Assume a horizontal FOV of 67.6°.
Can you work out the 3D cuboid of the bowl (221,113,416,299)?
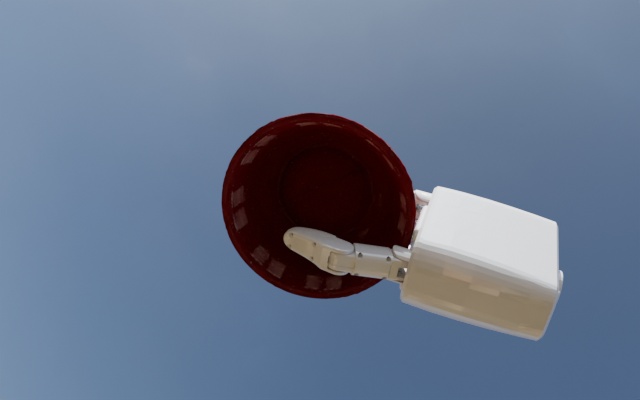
[{"bbox_3d":[-0.001,0.001,0.413,0.162,0.162,0.055,0,19,9],"label":"bowl"}]
